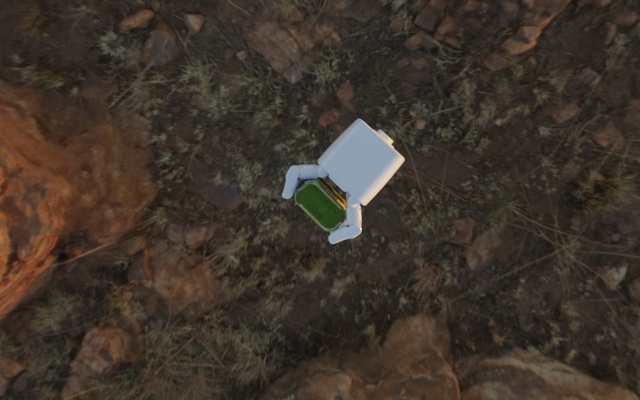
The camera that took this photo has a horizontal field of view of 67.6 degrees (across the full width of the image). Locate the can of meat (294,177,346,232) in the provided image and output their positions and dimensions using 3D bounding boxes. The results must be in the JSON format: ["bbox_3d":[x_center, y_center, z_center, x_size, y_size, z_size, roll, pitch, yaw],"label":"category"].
[{"bbox_3d":[0.000,0.003,0.857,0.102,0.057,0.084,44,8,-8],"label":"can of meat"}]
